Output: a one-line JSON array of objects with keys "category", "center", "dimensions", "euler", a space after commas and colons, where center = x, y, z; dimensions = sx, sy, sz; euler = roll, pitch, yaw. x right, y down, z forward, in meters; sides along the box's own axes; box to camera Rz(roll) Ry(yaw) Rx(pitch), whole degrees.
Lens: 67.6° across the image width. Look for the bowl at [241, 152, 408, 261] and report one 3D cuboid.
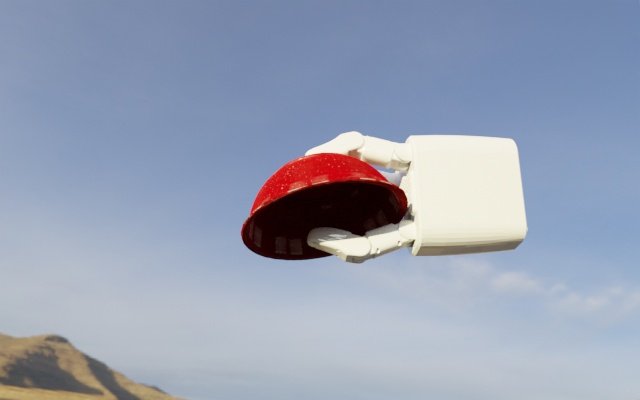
[{"category": "bowl", "center": [-0.001, 0.001, 0.466], "dimensions": [0.162, 0.055, 0.162], "euler": [-11, -28, -6]}]
